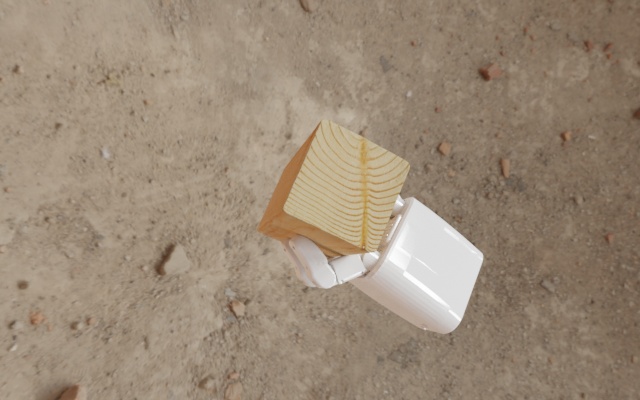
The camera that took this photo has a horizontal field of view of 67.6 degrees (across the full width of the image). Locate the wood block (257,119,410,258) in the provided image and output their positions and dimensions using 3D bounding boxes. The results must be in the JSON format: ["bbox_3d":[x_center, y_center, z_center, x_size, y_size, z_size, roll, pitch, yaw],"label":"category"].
[{"bbox_3d":[0.001,0.002,0.502,0.090,0.091,0.206,26,-13,-9],"label":"wood block"}]
